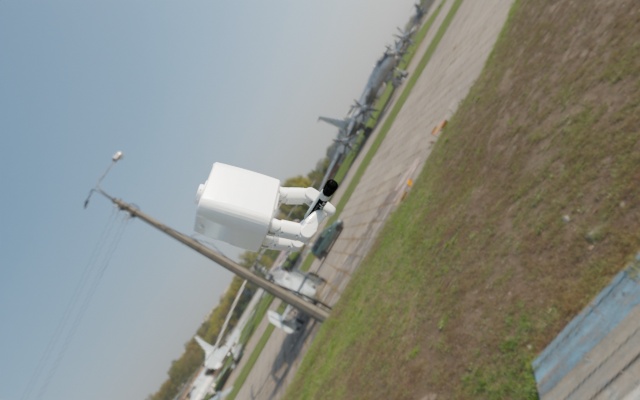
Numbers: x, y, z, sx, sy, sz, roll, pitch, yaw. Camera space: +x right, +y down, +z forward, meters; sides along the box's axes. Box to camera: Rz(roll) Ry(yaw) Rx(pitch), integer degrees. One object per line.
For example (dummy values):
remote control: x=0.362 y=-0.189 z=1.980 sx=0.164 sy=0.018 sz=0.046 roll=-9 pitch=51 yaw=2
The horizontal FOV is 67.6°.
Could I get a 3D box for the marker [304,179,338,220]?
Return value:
marker: x=0.000 y=0.002 z=0.725 sx=0.020 sy=0.020 sz=0.121 roll=0 pitch=-26 yaw=-19
